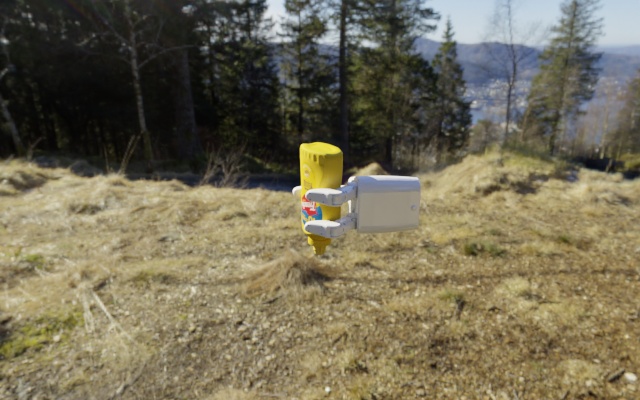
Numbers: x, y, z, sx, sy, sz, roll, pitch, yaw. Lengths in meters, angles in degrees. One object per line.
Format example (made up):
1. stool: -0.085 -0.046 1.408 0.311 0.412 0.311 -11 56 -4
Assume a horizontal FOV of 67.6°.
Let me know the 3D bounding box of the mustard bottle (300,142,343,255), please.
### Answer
1. mustard bottle: 0.000 0.002 0.815 0.058 0.192 0.096 -10 21 -28
